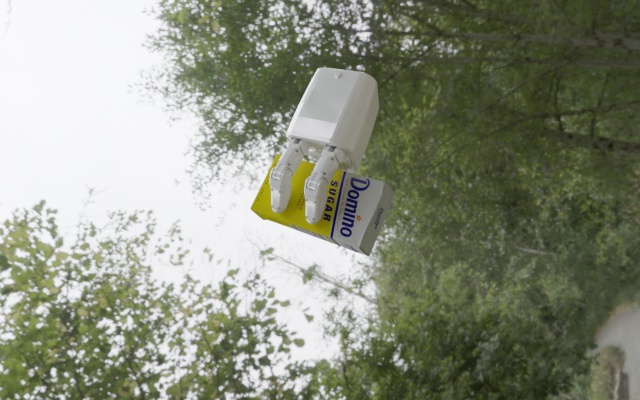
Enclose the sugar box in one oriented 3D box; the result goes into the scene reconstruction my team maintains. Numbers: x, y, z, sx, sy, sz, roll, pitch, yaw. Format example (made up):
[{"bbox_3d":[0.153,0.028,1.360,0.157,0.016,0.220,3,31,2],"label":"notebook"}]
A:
[{"bbox_3d":[0.000,0.002,0.639,0.176,0.093,0.048,16,-15,31],"label":"sugar box"}]
